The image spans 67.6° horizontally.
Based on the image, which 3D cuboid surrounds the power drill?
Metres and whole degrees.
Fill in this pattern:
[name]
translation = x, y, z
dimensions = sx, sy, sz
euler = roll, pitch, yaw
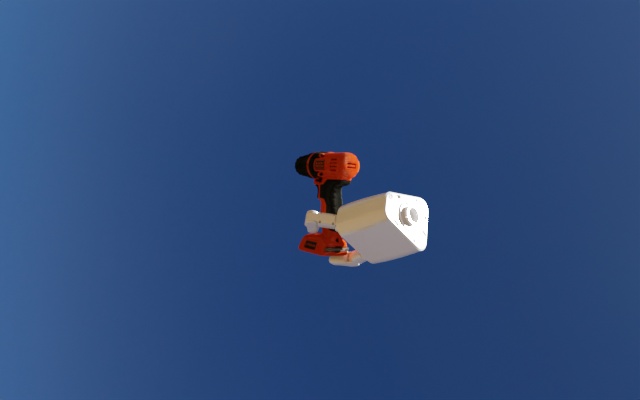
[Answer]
[power drill]
translation = 0.000, 0.003, 0.882
dimensions = 0.057, 0.187, 0.184
euler = 1, 3, -29
